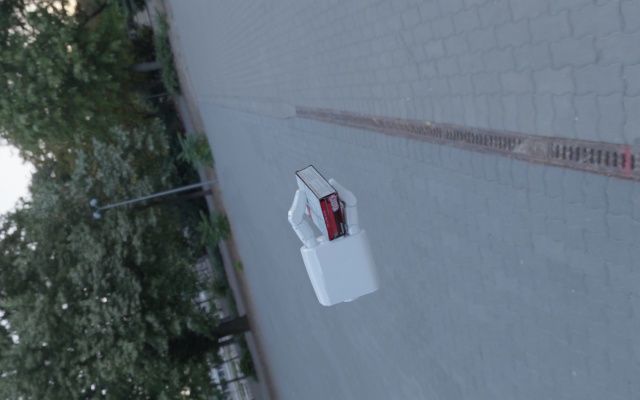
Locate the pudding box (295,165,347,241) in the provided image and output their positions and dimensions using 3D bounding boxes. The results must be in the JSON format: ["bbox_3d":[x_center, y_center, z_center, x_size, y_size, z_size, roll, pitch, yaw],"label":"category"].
[{"bbox_3d":[0.000,0.003,0.819,0.039,0.090,0.113,-23,35,-15],"label":"pudding box"}]
